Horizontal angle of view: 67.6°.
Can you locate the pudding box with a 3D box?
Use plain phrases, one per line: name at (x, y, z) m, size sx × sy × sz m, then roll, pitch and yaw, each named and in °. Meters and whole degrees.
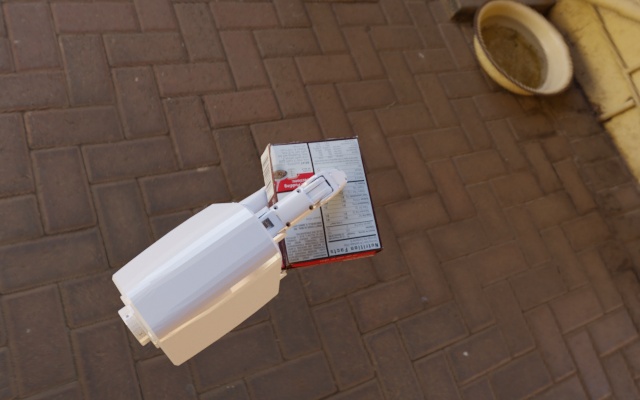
pudding box at (0.000, 0.001, 0.435) m, size 0.090 × 0.113 × 0.039 m, roll -7°, pitch -12°, yaw -17°
